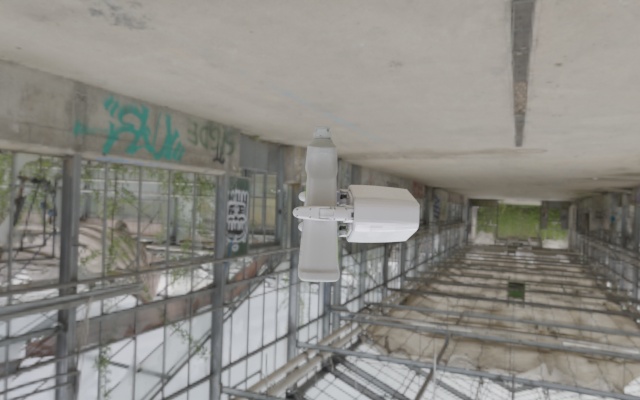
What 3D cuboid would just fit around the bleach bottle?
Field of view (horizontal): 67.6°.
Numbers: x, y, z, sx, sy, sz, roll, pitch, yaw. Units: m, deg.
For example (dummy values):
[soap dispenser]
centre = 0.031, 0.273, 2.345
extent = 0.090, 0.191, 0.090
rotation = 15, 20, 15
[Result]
[bleach bottle]
centre = 0.000, 0.003, 0.795
extent = 0.068, 0.251, 0.102
rotation = 2, 0, -3
